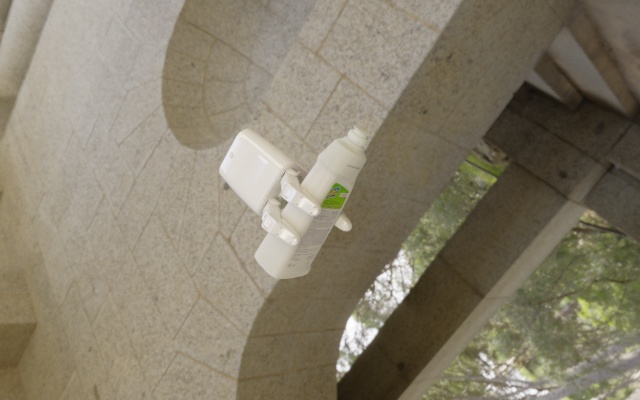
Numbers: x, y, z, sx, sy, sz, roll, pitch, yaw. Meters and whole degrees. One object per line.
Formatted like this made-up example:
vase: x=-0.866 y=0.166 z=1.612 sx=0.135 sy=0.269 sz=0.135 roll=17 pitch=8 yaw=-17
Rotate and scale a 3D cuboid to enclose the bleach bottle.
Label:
bleach bottle: x=0.000 y=0.002 z=0.717 sx=0.068 sy=0.251 sz=0.102 roll=42 pitch=20 yaw=25
